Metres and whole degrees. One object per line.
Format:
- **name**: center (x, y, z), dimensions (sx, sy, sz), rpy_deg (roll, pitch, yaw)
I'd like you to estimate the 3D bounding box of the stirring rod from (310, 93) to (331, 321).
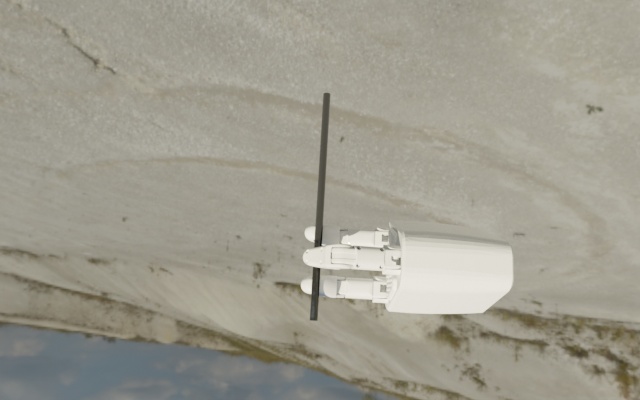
- **stirring rod**: center (0.000, 0.002, 0.498), dimensions (0.011, 0.239, 0.011), rpy_deg (3, -11, 1)
